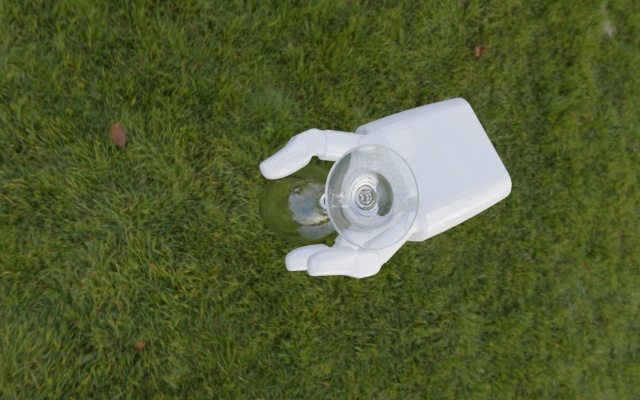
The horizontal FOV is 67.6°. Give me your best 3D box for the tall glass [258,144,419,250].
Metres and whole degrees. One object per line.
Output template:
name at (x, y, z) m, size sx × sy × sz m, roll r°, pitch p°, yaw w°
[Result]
tall glass at (0.000, 0.001, 0.424) m, size 0.079 × 0.079 × 0.201 m, roll 0°, pitch -2°, yaw -23°
